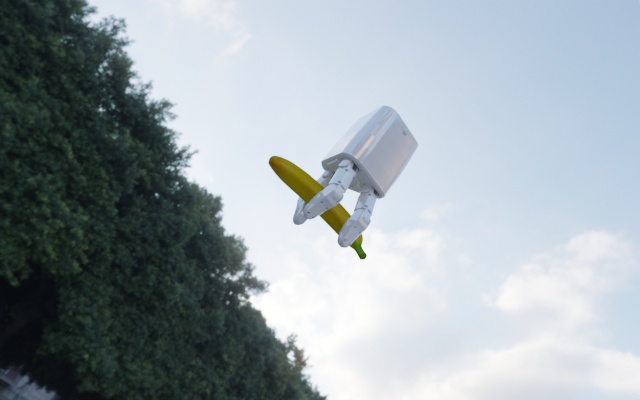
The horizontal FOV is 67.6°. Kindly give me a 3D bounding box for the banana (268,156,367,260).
[{"bbox_3d":[0.001,0.002,0.701,0.198,0.037,0.069,45,2,-8],"label":"banana"}]
